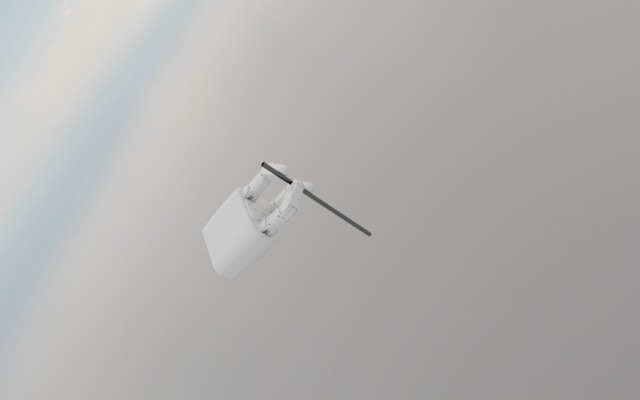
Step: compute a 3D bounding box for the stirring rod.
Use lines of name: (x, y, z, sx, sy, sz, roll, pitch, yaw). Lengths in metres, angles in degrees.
stirring rod: (0.000, 0.003, 0.773, 0.240, 0.011, 0.011, 34, -19, -31)
